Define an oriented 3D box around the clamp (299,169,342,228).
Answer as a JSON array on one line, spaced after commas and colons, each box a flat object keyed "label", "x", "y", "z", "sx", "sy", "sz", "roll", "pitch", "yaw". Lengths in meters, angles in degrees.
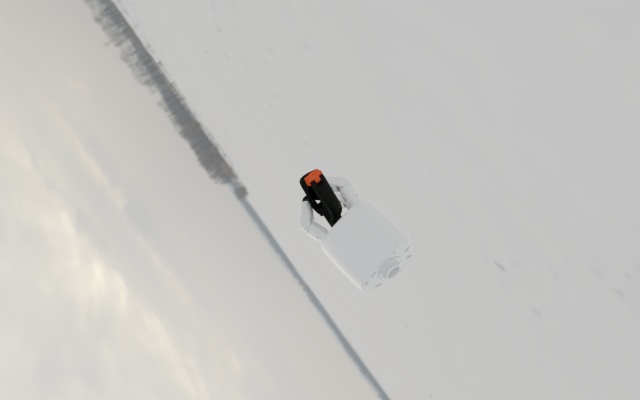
[{"label": "clamp", "x": 0.000, "y": 0.003, "z": 0.847, "sx": 0.164, "sy": 0.036, "sz": 0.210, "roll": 42, "pitch": -13, "yaw": 34}]
